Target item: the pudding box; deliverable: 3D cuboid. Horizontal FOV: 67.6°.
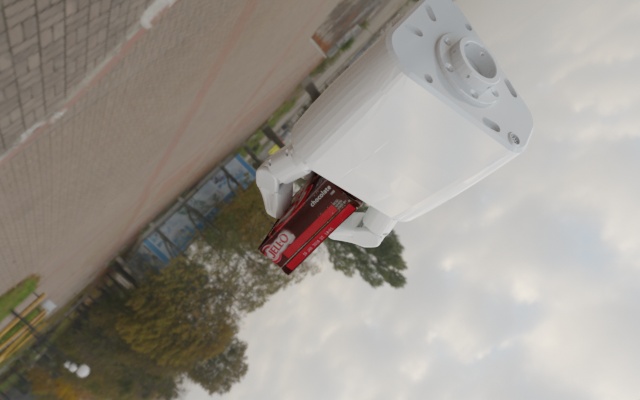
[{"bbox_3d":[0.000,0.001,0.411,0.090,0.039,0.113,-45,6,23],"label":"pudding box"}]
